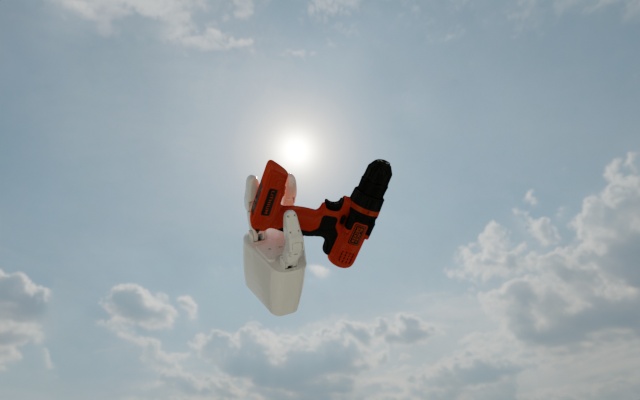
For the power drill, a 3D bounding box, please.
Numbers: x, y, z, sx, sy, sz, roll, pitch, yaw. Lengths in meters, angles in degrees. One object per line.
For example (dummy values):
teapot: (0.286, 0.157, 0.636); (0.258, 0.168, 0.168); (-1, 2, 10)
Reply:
power drill: (0.000, 0.002, 0.718); (0.187, 0.184, 0.057); (18, 16, -15)
